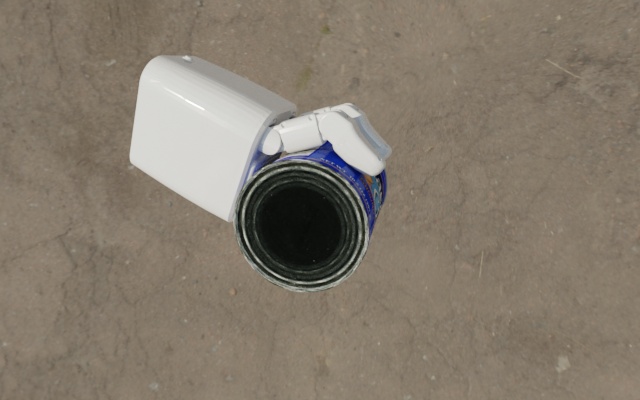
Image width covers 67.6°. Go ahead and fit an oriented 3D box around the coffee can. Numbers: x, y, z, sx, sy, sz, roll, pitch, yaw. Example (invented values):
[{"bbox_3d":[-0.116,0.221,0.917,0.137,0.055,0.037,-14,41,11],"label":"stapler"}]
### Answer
[{"bbox_3d":[0.000,0.001,0.410,0.103,0.103,0.140,0,16,13],"label":"coffee can"}]
